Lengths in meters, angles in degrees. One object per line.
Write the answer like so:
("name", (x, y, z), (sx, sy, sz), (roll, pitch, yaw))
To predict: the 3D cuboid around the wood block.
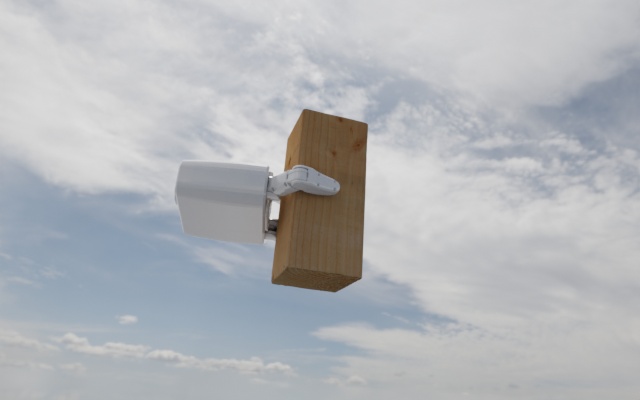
("wood block", (0.000, 0.002, 0.605), (0.090, 0.206, 0.091), (11, -24, -15))
